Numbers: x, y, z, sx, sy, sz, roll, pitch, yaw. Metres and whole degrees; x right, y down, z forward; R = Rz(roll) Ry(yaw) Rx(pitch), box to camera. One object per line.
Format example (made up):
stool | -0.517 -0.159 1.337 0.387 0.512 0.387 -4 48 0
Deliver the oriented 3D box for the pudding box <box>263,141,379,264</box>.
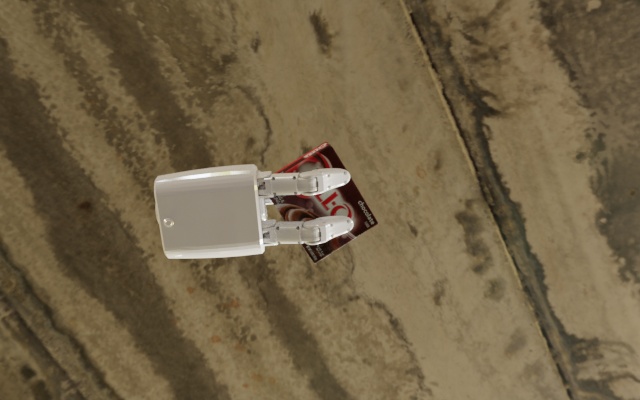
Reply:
pudding box | 0.000 0.002 0.553 0.090 0.113 0.039 -32 17 2
